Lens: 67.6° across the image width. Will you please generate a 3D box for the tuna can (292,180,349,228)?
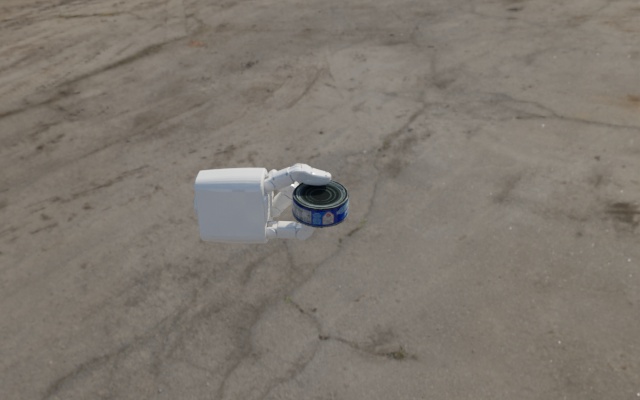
[{"bbox_3d":[0.000,0.002,0.716,0.086,0.034,0.086,1,34,0],"label":"tuna can"}]
